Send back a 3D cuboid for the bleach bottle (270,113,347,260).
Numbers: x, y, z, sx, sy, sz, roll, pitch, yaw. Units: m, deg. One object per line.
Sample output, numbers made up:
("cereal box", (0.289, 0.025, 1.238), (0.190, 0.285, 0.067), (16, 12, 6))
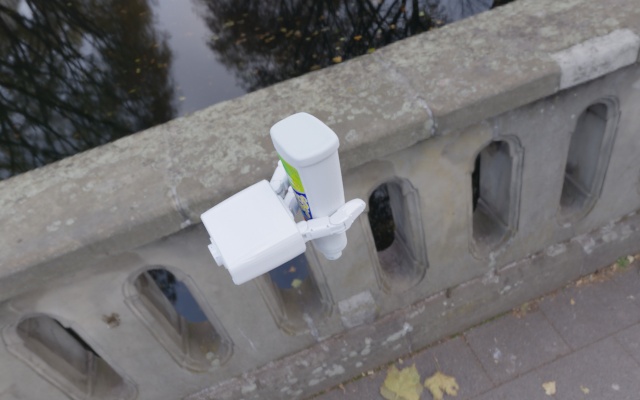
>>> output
("bleach bottle", (0.000, 0.002, 0.688), (0.068, 0.251, 0.102), (-29, 45, -14))
